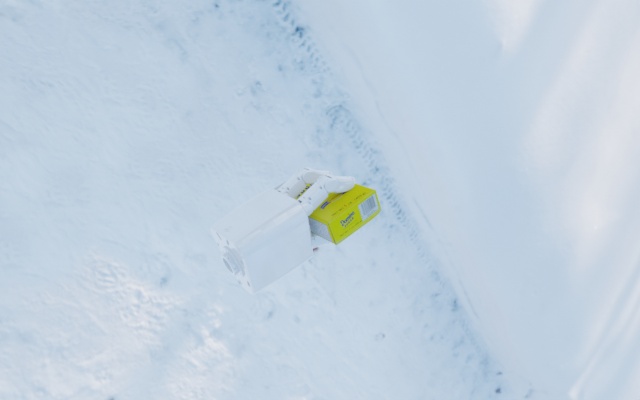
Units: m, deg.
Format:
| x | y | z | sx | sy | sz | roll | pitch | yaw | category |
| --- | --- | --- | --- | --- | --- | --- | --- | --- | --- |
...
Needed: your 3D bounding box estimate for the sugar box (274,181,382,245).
| x | y | z | sx | sy | sz | roll | pitch | yaw | category |
| --- | --- | --- | --- | --- | --- | --- | --- | --- | --- |
| 0.000 | 0.002 | 0.732 | 0.093 | 0.048 | 0.176 | -34 | 33 | -25 | sugar box |
